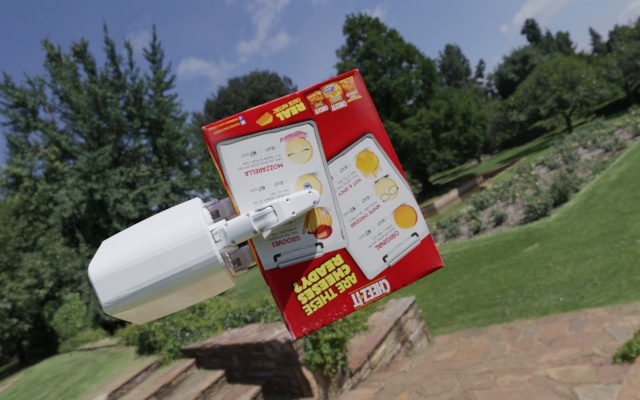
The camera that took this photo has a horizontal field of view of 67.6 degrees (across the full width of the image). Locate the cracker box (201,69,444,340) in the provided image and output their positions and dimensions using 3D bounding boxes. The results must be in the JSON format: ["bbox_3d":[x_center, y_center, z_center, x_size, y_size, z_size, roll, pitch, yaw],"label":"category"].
[{"bbox_3d":[0.000,0.001,0.478,0.164,0.213,0.072,-24,-1,-11],"label":"cracker box"}]
